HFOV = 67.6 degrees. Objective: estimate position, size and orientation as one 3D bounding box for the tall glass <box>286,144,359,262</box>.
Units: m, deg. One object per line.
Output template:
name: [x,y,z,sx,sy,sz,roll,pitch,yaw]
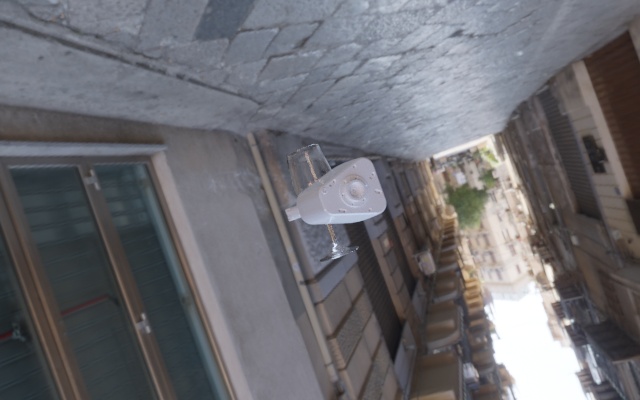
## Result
tall glass: [0.000,0.003,0.856,0.079,0.201,0.079,-20,0,0]
